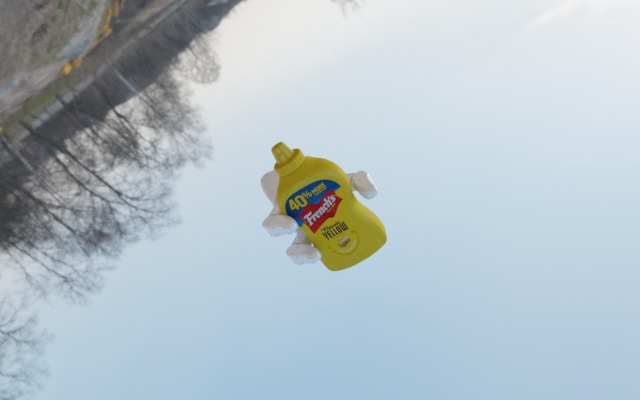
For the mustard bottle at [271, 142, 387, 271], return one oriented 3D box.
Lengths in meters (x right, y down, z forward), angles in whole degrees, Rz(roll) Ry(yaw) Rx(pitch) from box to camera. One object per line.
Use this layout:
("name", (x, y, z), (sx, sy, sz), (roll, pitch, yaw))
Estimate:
("mustard bottle", (0.000, 0.002, 0.619), (0.096, 0.192, 0.058), (-30, 25, 17))
